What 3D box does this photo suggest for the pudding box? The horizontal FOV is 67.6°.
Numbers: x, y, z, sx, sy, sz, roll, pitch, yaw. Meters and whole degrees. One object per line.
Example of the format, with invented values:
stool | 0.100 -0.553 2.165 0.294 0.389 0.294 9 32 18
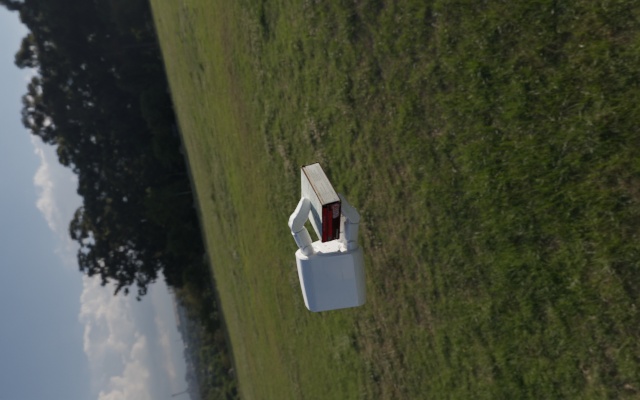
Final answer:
pudding box | 0.000 0.003 0.818 0.039 0.090 0.113 -14 44 -17
